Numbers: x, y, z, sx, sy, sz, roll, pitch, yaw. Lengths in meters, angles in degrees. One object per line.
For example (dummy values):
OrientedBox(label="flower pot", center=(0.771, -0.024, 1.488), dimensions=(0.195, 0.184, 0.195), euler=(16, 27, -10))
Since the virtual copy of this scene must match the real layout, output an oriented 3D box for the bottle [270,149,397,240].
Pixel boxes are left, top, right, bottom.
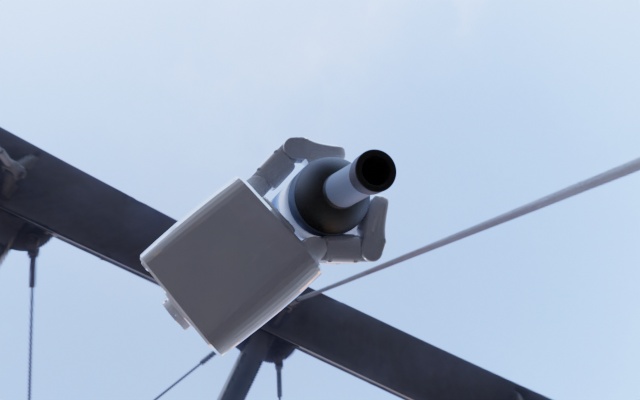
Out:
OrientedBox(label="bottle", center=(0.000, 0.001, 0.436), dimensions=(0.069, 0.069, 0.296), euler=(0, -8, -14))
